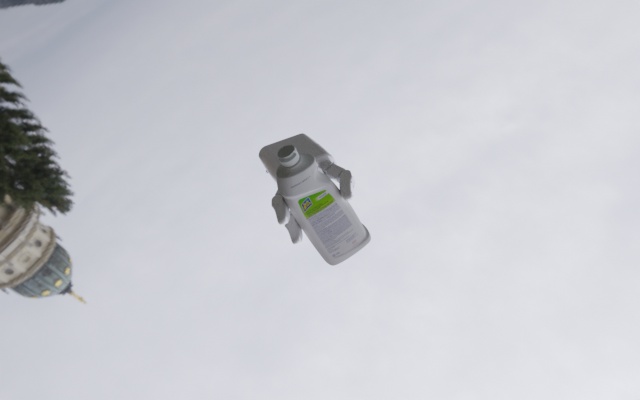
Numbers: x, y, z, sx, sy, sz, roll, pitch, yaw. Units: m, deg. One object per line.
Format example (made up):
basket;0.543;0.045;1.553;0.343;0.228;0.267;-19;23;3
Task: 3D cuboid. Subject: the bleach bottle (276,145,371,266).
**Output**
bleach bottle;0.000;0.003;0.806;0.102;0.251;0.068;-35;42;-7
